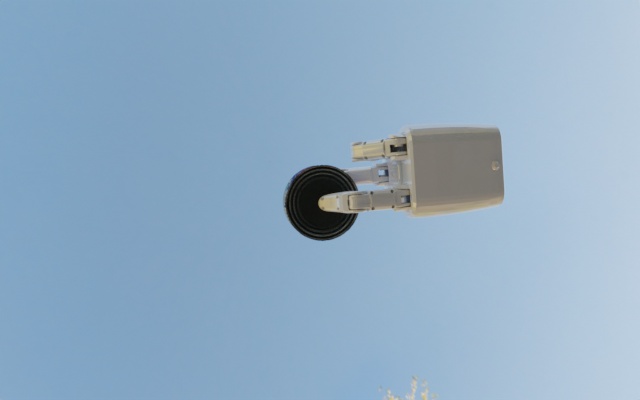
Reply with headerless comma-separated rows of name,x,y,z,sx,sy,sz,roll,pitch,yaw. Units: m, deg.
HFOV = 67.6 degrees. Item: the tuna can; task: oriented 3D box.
tuna can,0.000,0.002,0.550,0.086,0.086,0.034,0,4,-12
